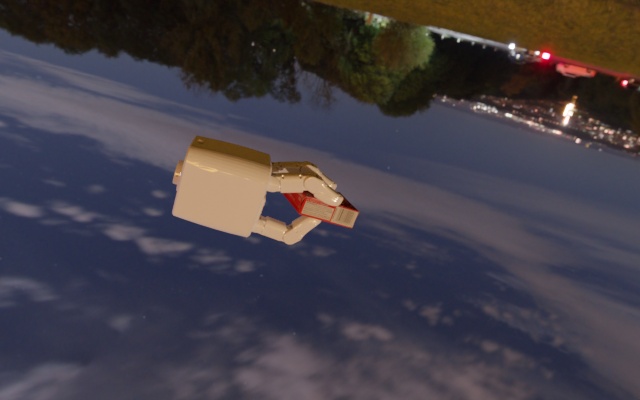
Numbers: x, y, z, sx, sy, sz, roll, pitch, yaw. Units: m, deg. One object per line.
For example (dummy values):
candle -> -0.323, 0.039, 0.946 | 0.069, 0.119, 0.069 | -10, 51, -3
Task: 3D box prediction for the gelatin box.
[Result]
gelatin box -> 0.000, 0.003, 0.673 | 0.089, 0.030, 0.073 | 16, 16, -27
